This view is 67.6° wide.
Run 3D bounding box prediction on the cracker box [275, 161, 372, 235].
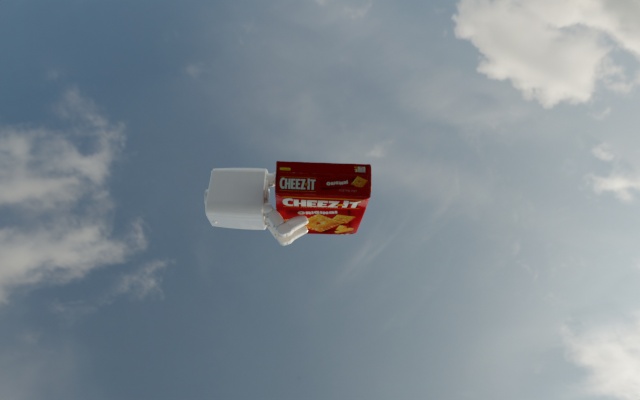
[{"bbox_3d":[0.000,0.003,0.899,0.164,0.072,0.214,1,-20,-2],"label":"cracker box"}]
